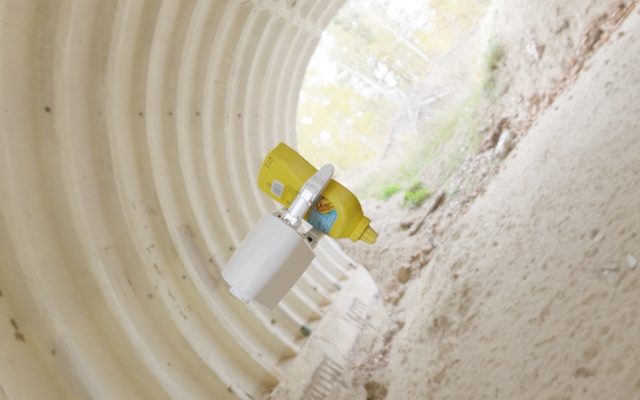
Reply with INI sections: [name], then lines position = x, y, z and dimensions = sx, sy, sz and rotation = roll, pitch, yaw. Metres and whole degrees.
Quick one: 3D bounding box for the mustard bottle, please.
[mustard bottle]
position = 0.000, 0.002, 0.691
dimensions = 0.191, 0.058, 0.096
rotation = 35, -36, 8
